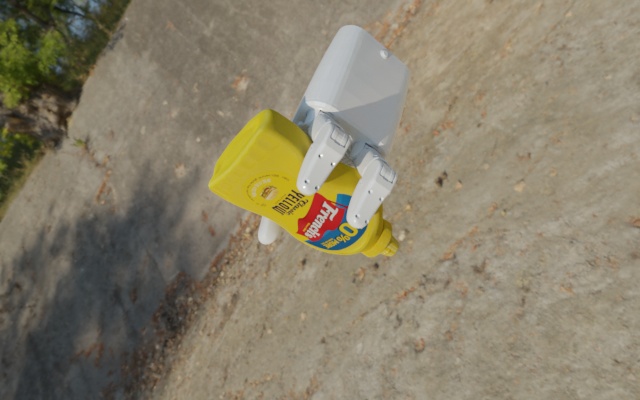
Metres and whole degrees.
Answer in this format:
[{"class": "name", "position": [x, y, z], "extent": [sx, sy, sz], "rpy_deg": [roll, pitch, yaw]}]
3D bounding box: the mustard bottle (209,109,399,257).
[{"class": "mustard bottle", "position": [0.000, 0.002, 0.448], "extent": [0.192, 0.058, 0.096], "rpy_deg": [32, -51, -24]}]
